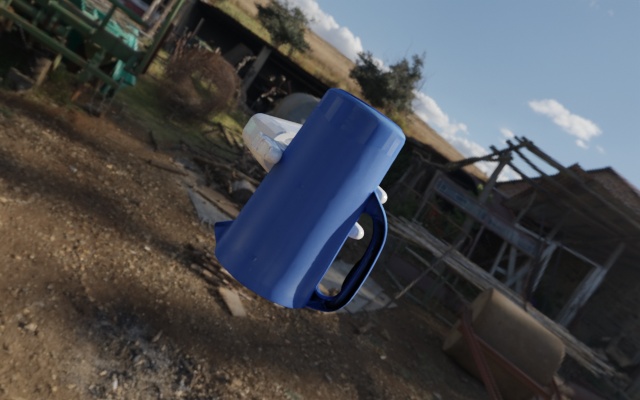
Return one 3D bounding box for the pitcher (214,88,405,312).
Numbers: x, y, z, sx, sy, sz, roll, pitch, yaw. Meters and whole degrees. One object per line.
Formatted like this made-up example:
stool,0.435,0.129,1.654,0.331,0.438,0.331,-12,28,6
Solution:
pitcher,0.000,0.002,0.565,0.149,0.243,0.145,29,9,-34
